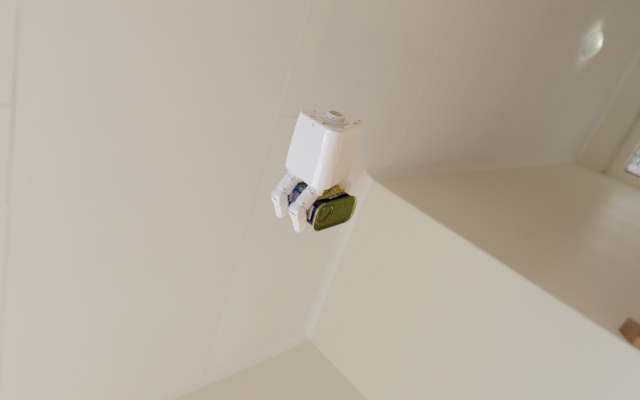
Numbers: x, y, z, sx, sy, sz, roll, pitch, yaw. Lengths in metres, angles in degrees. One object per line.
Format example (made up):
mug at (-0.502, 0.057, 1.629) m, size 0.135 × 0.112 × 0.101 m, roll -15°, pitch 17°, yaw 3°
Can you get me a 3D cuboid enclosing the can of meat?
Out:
can of meat at (0.000, 0.003, 0.862) m, size 0.102 × 0.057 × 0.084 m, roll -15°, pitch 41°, yaw -41°
